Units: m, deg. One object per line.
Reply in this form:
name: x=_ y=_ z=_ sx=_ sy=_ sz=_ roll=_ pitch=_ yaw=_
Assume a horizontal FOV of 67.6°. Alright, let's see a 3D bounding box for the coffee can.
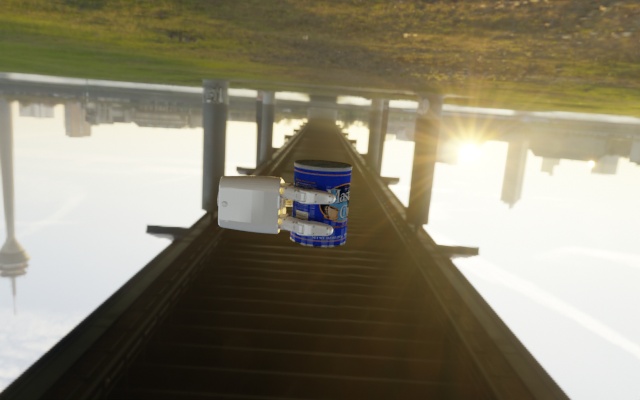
coffee can: x=0.000 y=0.003 z=0.855 sx=0.103 sy=0.140 sz=0.103 roll=4 pitch=11 yaw=-1
